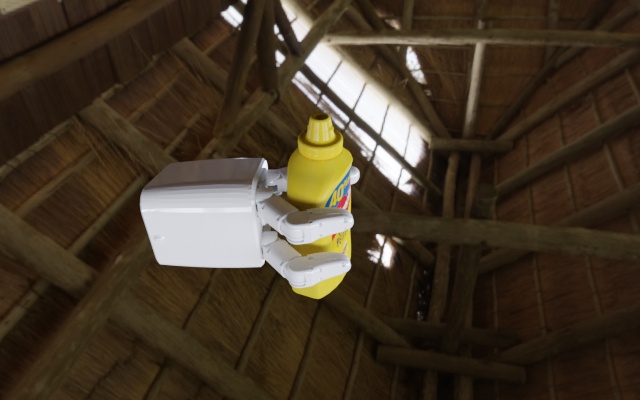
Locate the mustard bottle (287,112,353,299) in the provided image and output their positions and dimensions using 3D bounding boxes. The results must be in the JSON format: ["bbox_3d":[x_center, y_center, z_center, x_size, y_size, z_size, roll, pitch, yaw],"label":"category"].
[{"bbox_3d":[0.000,0.002,0.479,0.058,0.192,0.096,15,40,20],"label":"mustard bottle"}]
